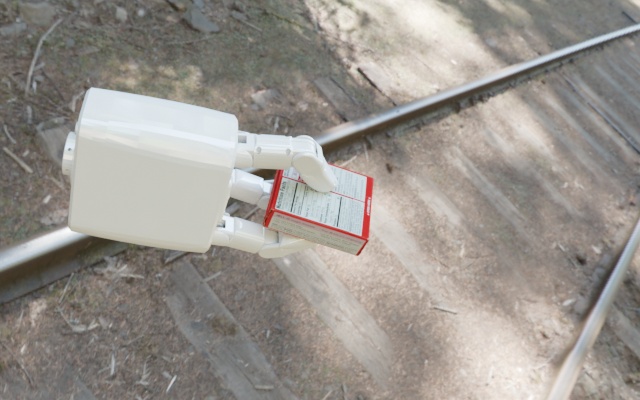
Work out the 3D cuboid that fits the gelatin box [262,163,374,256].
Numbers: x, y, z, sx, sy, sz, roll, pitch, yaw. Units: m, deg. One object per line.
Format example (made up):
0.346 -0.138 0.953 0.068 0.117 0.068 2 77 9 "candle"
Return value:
0.001 0.001 0.420 0.089 0.073 0.030 17 -42 -9 "gelatin box"
